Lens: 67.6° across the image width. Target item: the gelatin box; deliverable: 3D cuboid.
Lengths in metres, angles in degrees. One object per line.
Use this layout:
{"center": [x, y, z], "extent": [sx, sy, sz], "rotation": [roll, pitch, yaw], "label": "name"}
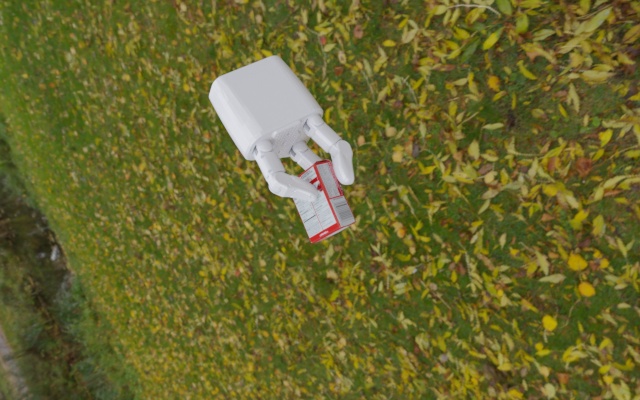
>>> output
{"center": [0.000, 0.002, 0.615], "extent": [0.030, 0.089, 0.073], "rotation": [-16, -11, -36], "label": "gelatin box"}
